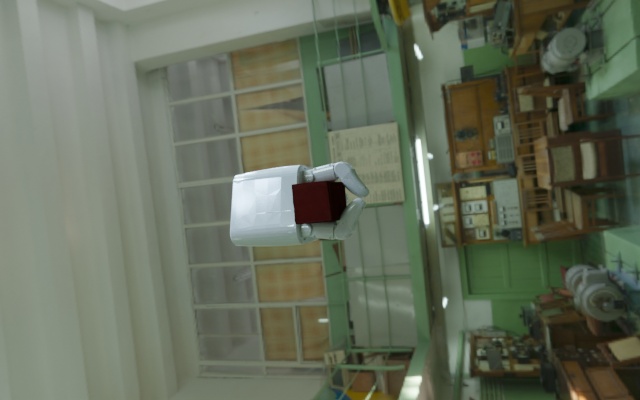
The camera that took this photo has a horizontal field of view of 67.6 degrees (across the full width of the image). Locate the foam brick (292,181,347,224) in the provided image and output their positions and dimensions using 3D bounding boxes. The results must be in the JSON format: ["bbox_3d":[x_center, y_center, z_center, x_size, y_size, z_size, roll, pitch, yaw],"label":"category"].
[{"bbox_3d":[0.000,0.002,0.634,0.051,0.053,0.078,-5,0,18],"label":"foam brick"}]
